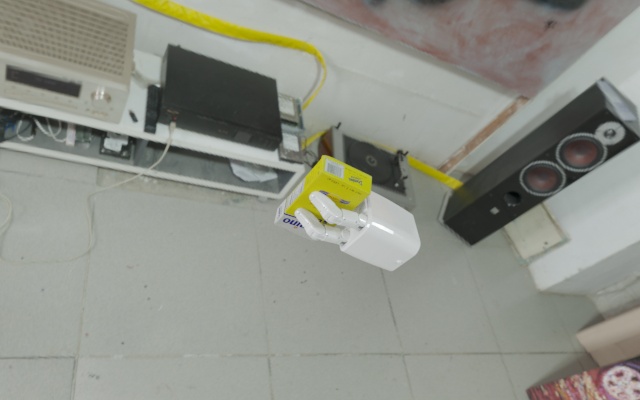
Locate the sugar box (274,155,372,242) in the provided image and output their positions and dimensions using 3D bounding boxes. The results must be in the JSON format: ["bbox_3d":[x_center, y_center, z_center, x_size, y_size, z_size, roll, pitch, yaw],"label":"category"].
[{"bbox_3d":[0.000,0.003,0.813,0.093,0.048,0.176,24,-43,-18],"label":"sugar box"}]
